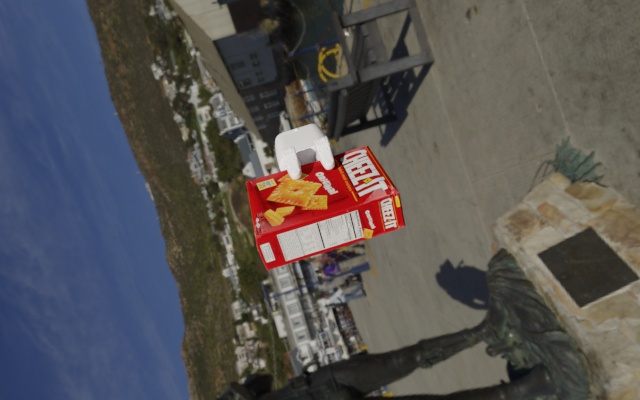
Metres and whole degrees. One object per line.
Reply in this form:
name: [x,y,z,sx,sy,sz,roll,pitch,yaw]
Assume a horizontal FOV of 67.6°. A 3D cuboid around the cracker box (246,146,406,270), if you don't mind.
cracker box: [0.000,0.003,0.736,0.213,0.072,0.164,-18,33,-2]
